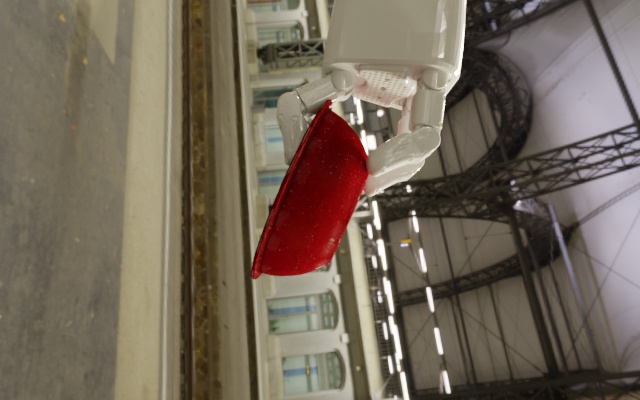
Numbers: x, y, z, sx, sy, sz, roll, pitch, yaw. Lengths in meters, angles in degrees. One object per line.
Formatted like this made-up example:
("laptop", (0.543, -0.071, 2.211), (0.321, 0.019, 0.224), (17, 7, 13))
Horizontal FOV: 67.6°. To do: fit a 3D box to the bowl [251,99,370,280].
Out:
("bowl", (0.000, 0.003, 0.400), (0.055, 0.162, 0.162), (24, 1, 2))
